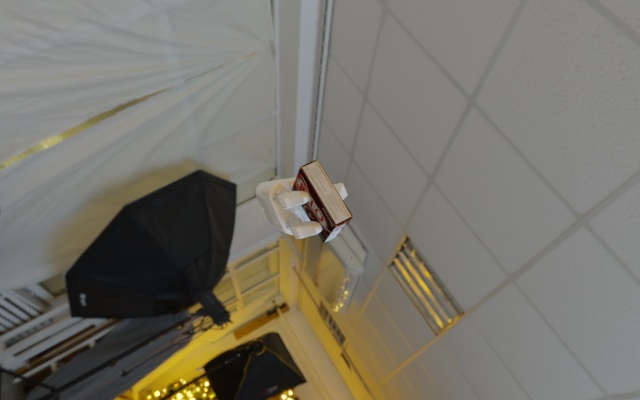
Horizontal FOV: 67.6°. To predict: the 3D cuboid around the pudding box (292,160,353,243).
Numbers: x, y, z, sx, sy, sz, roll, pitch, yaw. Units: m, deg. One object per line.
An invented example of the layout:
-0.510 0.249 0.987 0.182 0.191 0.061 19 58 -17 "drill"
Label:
0.000 0.002 0.772 0.039 0.113 0.090 -29 -13 -20 "pudding box"
